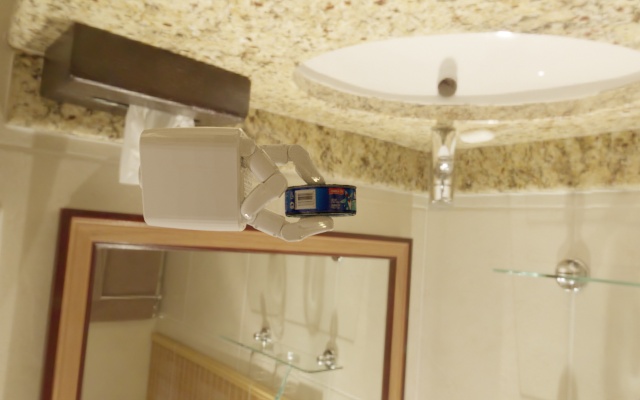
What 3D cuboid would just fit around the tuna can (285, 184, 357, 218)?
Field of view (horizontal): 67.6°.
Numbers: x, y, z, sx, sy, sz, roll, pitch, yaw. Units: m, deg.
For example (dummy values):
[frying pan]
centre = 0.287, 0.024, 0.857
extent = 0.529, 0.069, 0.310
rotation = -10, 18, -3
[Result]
[tuna can]
centre = 0.000, 0.002, 0.562
extent = 0.086, 0.033, 0.086
rotation = -1, -5, 0
